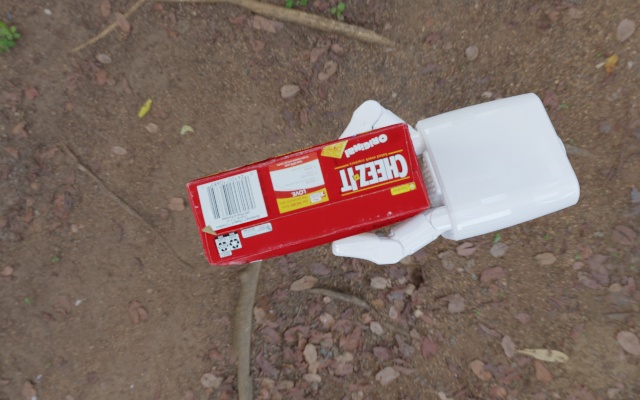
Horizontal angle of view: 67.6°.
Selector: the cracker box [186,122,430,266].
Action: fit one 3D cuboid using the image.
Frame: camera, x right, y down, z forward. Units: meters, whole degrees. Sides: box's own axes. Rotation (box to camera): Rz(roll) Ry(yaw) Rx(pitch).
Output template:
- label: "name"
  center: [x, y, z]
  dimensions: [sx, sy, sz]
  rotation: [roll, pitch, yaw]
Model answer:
- label: "cracker box"
  center: [0.000, 0.001, 0.434]
  dimensions: [0.164, 0.072, 0.214]
  rotation: [-16, -4, 5]
